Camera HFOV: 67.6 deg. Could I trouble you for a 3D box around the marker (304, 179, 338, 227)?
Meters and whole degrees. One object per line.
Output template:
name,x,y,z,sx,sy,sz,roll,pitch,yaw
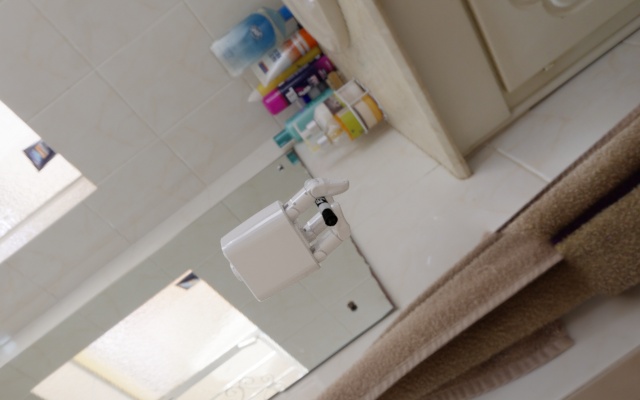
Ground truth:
marker,0.000,0.002,0.687,0.020,0.020,0.121,0,28,-18
